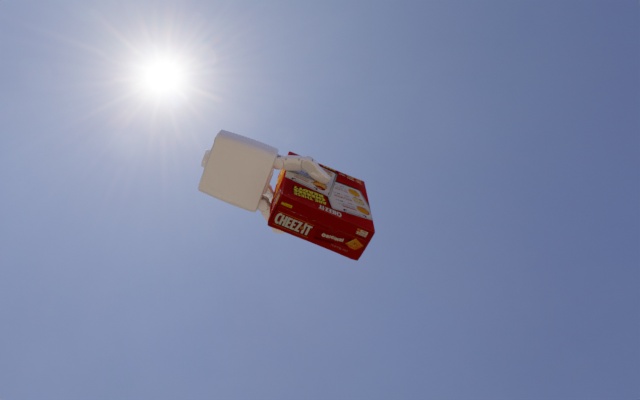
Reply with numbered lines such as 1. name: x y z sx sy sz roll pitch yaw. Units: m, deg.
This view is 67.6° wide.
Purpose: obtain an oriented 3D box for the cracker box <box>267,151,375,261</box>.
1. cracker box: 0.000 0.003 0.848 0.164 0.072 0.213 22 23 -9
